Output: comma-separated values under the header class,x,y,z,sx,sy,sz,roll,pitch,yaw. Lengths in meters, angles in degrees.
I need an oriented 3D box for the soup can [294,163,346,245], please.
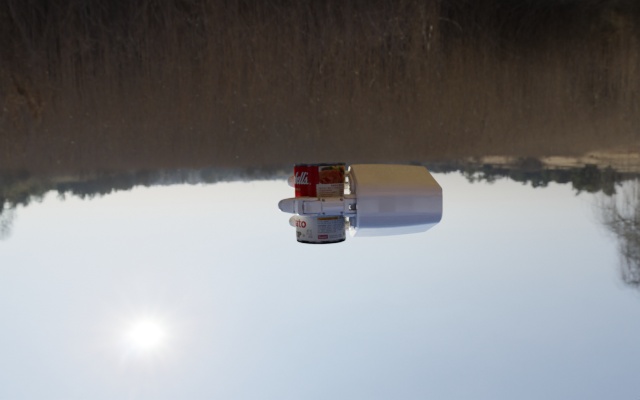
class,x,y,z,sx,sy,sz,roll,pitch,yaw
soup can,0.000,0.002,0.624,0.068,0.102,0.068,-1,4,0
